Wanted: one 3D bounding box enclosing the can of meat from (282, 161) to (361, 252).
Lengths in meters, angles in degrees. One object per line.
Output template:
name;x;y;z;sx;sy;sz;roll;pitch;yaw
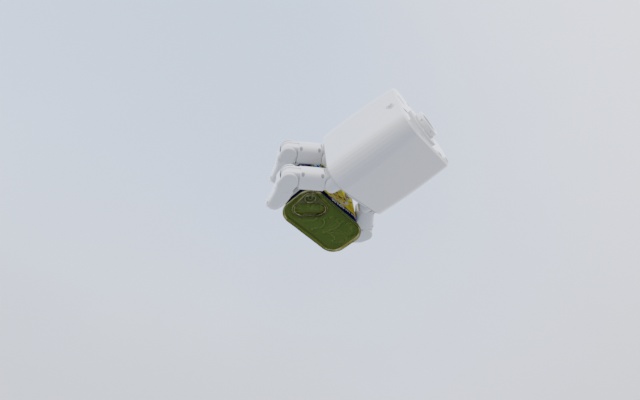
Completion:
can of meat;0.000;0.002;0.607;0.057;0.084;0.102;-37;-58;22
